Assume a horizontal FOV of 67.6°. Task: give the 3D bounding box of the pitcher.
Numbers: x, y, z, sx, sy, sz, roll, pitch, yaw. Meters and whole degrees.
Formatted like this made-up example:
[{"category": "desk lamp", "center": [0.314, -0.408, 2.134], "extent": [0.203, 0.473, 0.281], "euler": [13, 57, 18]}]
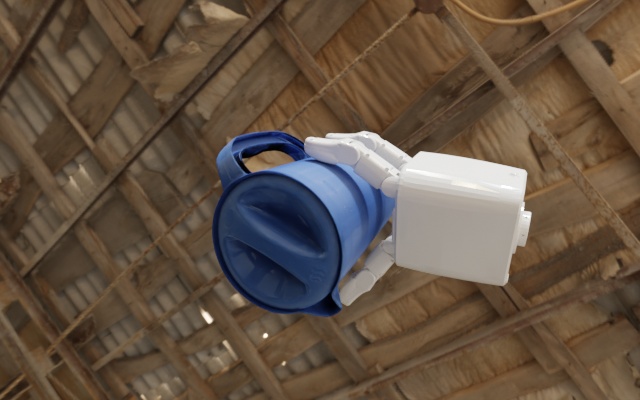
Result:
[{"category": "pitcher", "center": [0.000, 0.002, 0.518], "extent": [0.145, 0.149, 0.242], "euler": [11, 20, 22]}]
